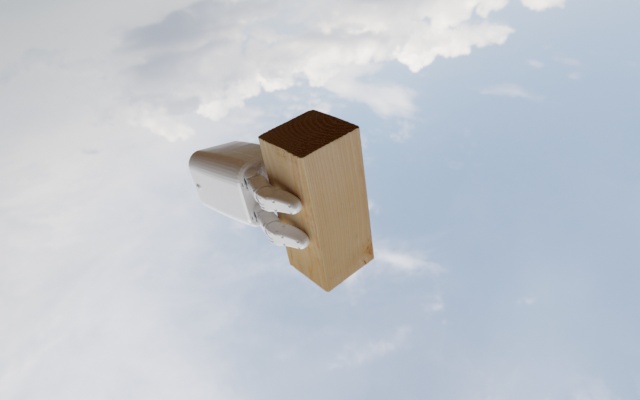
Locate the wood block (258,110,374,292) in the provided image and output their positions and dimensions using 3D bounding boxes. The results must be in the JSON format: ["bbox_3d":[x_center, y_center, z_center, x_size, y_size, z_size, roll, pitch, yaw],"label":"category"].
[{"bbox_3d":[0.000,0.002,0.617,0.091,0.206,0.090,-32,41,-28],"label":"wood block"}]
